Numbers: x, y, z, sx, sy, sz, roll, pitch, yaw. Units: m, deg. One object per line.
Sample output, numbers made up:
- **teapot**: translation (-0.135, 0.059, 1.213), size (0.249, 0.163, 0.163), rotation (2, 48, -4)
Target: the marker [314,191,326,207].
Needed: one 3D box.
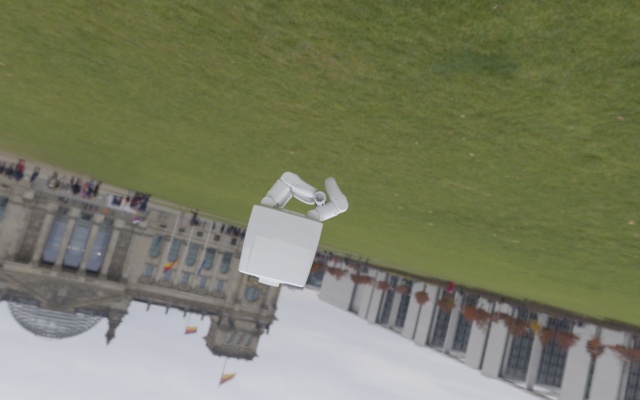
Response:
- **marker**: translation (0.000, 0.002, 0.779), size (0.020, 0.020, 0.121), rotation (0, -7, 1)
